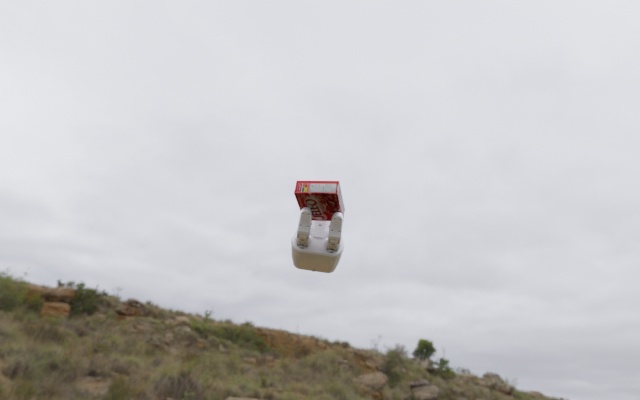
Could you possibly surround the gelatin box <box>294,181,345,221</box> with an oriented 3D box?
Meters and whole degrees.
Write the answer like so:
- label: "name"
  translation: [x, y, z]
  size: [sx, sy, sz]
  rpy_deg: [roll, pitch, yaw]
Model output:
- label: "gelatin box"
  translation: [0.000, 0.002, 0.813]
  size: [0.073, 0.030, 0.089]
  rpy_deg: [1, -34, 11]
